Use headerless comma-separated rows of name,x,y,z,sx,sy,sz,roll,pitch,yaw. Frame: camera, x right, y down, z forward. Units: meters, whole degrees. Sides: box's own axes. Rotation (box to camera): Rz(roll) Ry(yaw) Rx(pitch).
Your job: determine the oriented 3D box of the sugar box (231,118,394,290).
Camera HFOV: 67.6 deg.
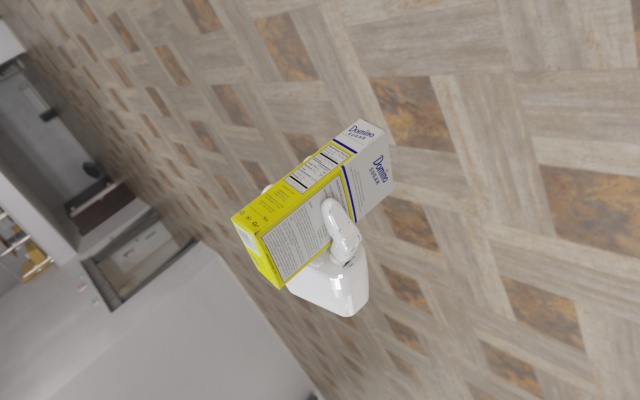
sugar box,0.000,0.002,0.498,0.176,0.093,0.048,-41,52,-21
